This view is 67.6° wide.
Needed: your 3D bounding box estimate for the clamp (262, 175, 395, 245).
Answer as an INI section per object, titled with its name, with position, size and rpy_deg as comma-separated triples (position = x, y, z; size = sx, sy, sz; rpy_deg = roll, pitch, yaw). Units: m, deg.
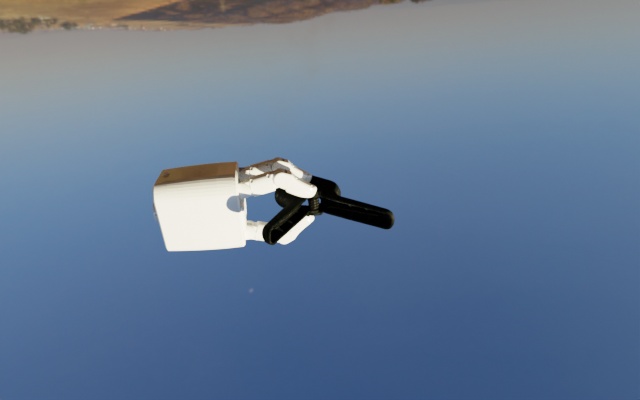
[clamp]
position = 0.000, 0.003, 0.656
size = 0.164, 0.036, 0.210
rpy_deg = -3, 21, -7
